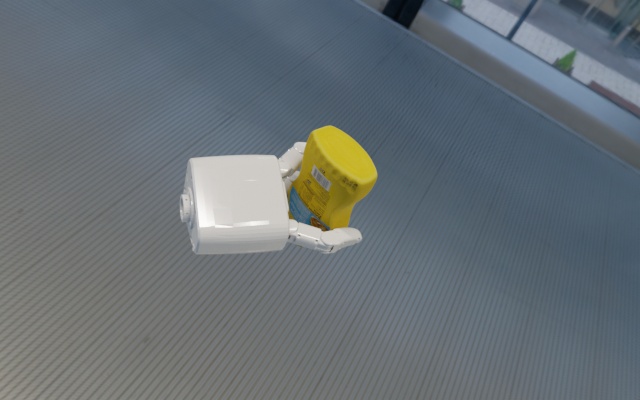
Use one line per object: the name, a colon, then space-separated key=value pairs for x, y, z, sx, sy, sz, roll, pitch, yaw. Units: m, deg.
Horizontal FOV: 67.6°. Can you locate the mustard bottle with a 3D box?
mustard bottle: x=0.000 y=0.002 z=0.624 sx=0.058 sy=0.096 sz=0.192 roll=-27 pitch=-24 yaw=-38
